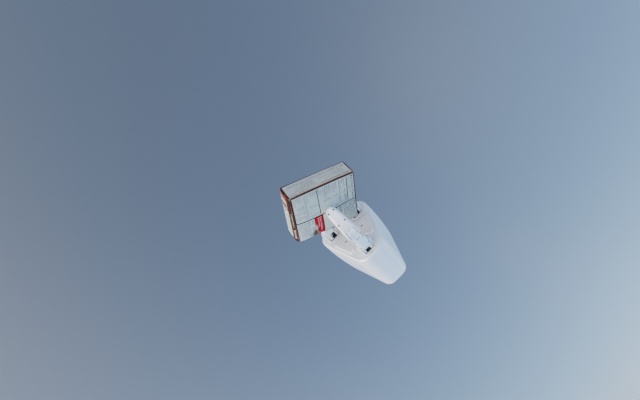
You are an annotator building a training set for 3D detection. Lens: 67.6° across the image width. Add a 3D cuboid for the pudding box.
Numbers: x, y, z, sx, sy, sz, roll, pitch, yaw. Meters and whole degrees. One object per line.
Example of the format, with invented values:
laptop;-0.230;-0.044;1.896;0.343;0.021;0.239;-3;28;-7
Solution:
pudding box;0.000;0.003;0.733;0.113;0.090;0.039;-25;40;-19
